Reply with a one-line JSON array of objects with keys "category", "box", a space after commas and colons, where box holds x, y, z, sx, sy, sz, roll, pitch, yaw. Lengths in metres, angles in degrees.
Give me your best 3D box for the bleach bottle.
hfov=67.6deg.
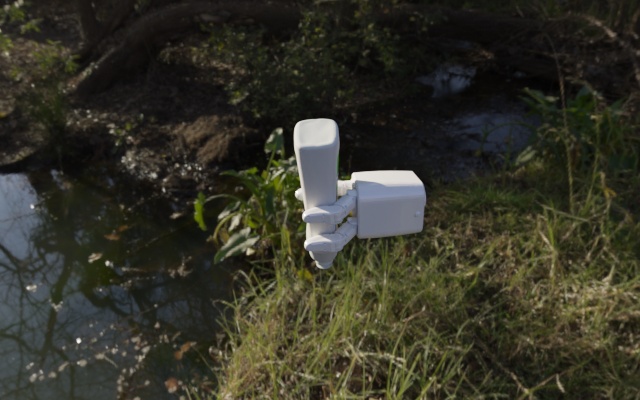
[{"category": "bleach bottle", "box": [0.000, 0.003, 0.778, 0.068, 0.251, 0.102, -3, 34, 1]}]
